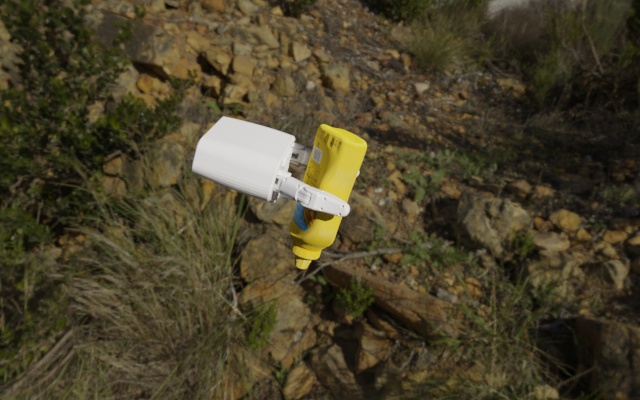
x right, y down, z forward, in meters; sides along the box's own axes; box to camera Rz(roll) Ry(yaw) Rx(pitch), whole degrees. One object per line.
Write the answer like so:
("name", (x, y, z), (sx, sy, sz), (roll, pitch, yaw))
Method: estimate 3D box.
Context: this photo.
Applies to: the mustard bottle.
("mustard bottle", (0.001, 0.002, 0.628), (0.058, 0.192, 0.096), (11, 16, -24))
